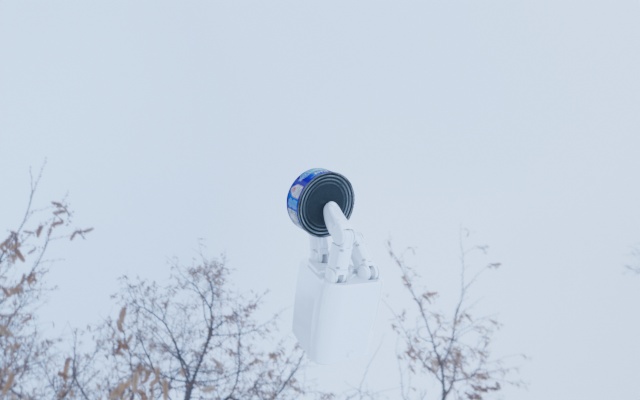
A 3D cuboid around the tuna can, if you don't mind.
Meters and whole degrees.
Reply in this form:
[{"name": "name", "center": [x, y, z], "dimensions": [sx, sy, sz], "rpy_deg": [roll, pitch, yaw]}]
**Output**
[{"name": "tuna can", "center": [0.000, 0.002, 0.612], "dimensions": [0.086, 0.086, 0.033], "rpy_deg": [0, 15, -34]}]
